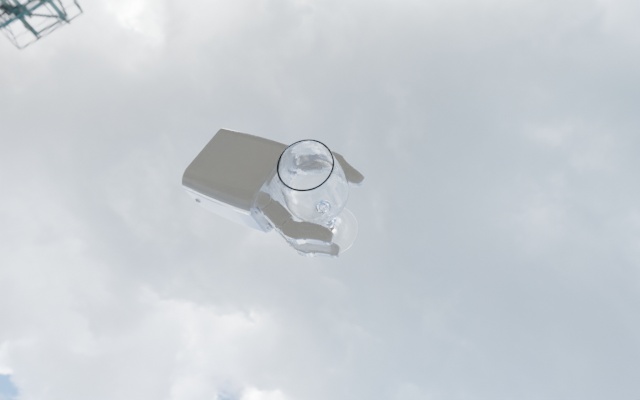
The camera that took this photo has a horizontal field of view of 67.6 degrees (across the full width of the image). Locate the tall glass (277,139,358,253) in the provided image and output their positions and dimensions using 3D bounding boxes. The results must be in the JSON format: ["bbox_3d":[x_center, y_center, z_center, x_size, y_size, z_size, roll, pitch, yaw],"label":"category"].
[{"bbox_3d":[0.000,0.002,0.589,0.079,0.079,0.201,0,-23,10],"label":"tall glass"}]
